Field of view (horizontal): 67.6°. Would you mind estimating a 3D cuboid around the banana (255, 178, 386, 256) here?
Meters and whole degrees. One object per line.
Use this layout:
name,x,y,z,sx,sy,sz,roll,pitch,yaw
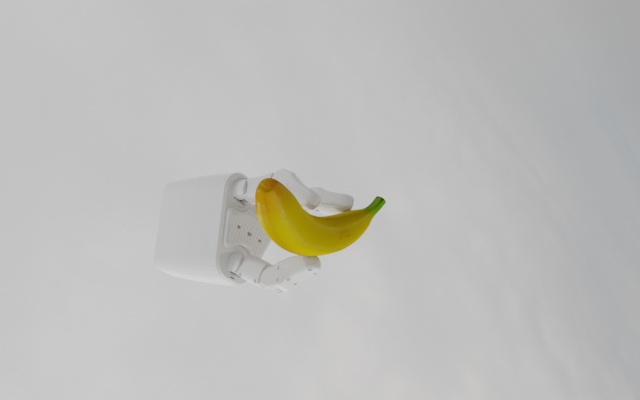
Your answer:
banana,-0.005,0.019,0.429,0.037,0.069,0.198,26,10,29
